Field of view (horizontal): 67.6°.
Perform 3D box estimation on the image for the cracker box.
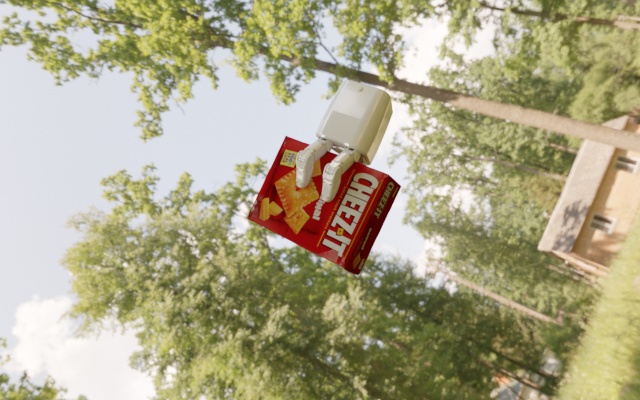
[{"bbox_3d":[0.000,0.003,0.799,0.213,0.164,0.072,24,-3,31],"label":"cracker box"}]
